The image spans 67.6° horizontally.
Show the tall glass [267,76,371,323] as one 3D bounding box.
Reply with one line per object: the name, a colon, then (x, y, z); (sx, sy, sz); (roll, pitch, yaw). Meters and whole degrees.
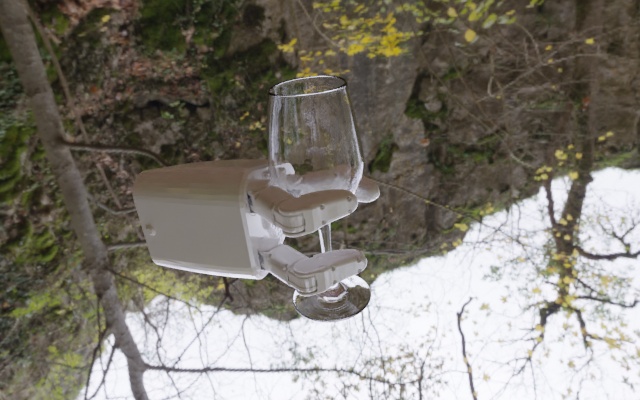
tall glass: (0.000, 0.002, 0.406); (0.079, 0.201, 0.079); (-5, 26, 3)
